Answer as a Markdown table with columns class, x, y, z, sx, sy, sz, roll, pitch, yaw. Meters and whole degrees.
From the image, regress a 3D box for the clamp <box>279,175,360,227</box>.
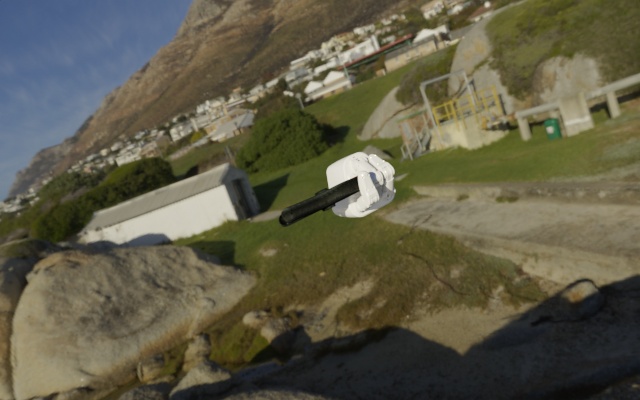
| class | x | y | z | sx | sy | sz | roll | pitch | yaw |
| --- | --- | --- | --- | --- | --- | --- | --- | --- | --- |
| clamp | 0.000 | 0.002 | 0.831 | 0.171 | 0.039 | 0.120 | -22 | 2 | -18 |
